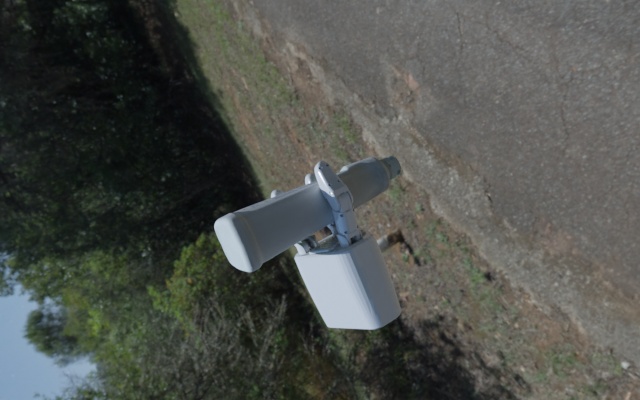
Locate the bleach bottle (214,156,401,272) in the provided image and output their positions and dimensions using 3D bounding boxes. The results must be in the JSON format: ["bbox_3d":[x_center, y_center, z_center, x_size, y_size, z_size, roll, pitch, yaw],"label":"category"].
[{"bbox_3d":[0.000,0.002,0.591,0.251,0.068,0.102,-26,7,-23],"label":"bleach bottle"}]
